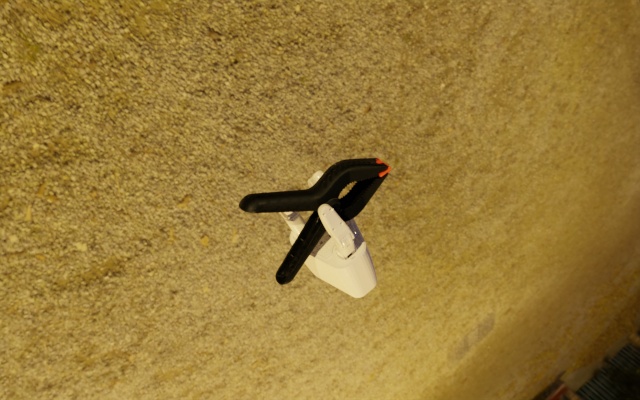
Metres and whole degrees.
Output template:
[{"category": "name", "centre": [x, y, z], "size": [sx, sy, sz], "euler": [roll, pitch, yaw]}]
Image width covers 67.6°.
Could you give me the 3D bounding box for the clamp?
[{"category": "clamp", "centre": [0.001, 0.002, 0.609], "size": [0.036, 0.210, 0.165], "euler": [43, -14, 40]}]
